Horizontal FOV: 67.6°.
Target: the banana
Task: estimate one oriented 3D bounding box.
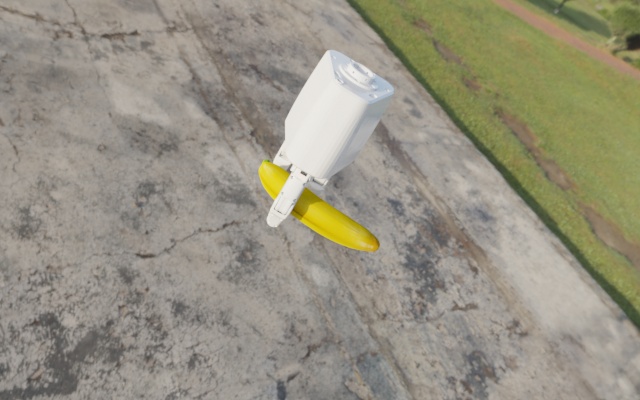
[{"bbox_3d":[-0.011,0.005,0.603,0.198,0.037,0.069,39,28,13],"label":"banana"}]
